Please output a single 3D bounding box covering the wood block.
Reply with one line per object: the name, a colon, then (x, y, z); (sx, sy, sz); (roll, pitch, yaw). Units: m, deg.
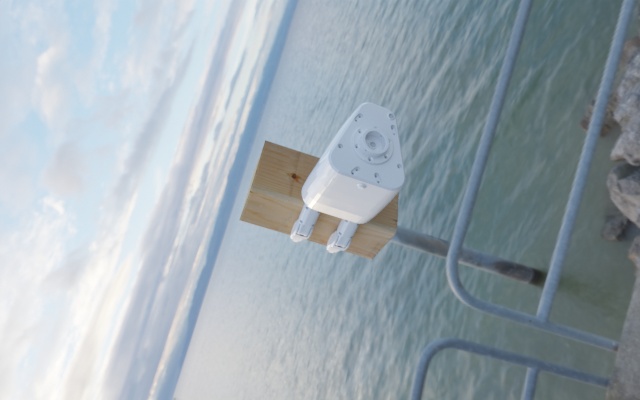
wood block: (0.000, 0.002, 0.692); (0.206, 0.090, 0.090); (18, -38, -10)
